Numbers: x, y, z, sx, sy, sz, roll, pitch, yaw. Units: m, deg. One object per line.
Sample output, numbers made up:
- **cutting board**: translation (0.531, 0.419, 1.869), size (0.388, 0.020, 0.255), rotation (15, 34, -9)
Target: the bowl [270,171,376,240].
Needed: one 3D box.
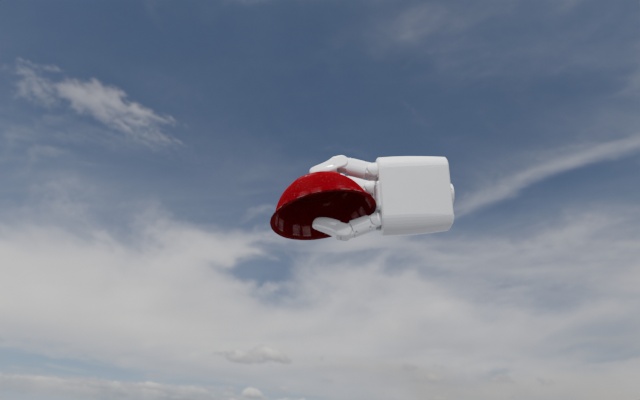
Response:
- **bowl**: translation (-0.001, 0.002, 0.725), size (0.162, 0.055, 0.162), rotation (-10, -27, -5)
